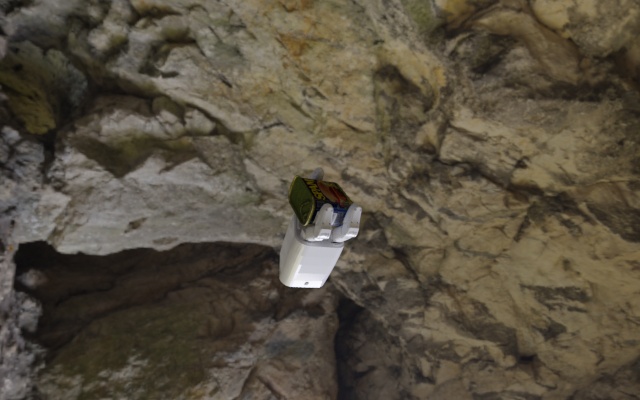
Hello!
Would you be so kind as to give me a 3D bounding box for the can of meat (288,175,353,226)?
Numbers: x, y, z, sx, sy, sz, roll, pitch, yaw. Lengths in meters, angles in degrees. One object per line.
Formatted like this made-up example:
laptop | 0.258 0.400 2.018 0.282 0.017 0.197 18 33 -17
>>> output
can of meat | 0.000 0.003 0.850 0.084 0.057 0.102 7 29 -28
